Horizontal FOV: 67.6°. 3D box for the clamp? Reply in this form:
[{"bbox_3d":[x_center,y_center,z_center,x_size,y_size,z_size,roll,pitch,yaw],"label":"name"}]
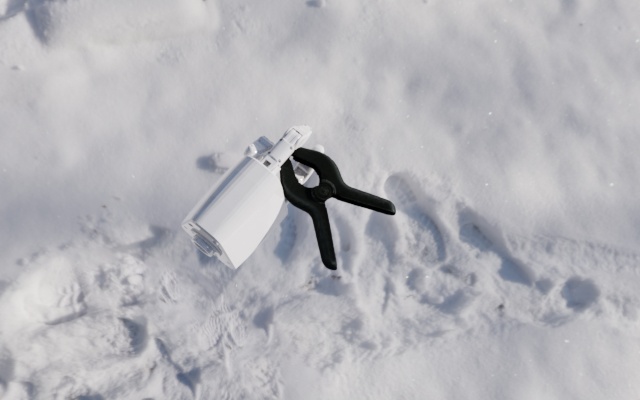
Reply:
[{"bbox_3d":[0.000,0.002,0.612,0.171,0.120,0.039,39,-20,3],"label":"clamp"}]
